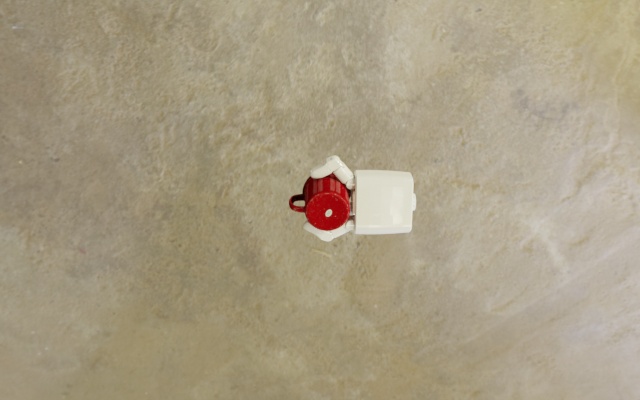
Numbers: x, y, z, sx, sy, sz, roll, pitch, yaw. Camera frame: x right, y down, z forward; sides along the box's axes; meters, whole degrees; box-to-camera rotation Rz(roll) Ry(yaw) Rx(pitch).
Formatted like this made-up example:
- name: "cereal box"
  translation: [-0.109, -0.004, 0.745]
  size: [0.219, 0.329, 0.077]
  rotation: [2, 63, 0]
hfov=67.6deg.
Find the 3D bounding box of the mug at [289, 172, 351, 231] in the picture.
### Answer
- name: "mug"
  translation: [-0.001, 0.003, 0.877]
  size: [0.117, 0.093, 0.081]
  rotation: [0, 27, 0]
